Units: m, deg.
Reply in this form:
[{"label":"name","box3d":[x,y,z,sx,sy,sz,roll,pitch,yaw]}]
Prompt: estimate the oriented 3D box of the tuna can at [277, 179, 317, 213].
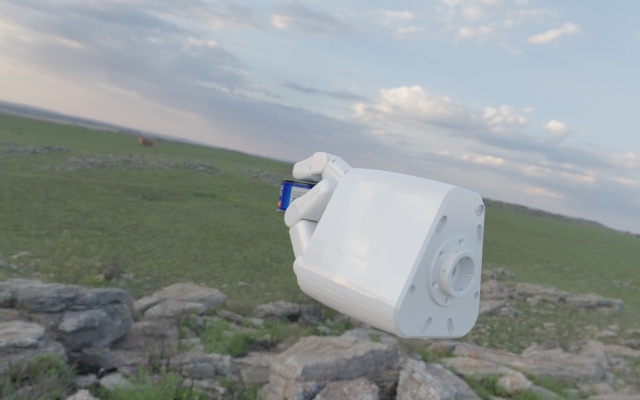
[{"label":"tuna can","box3d":[0.000,0.001,0.485,0.086,0.034,0.086,9,0,0]}]
